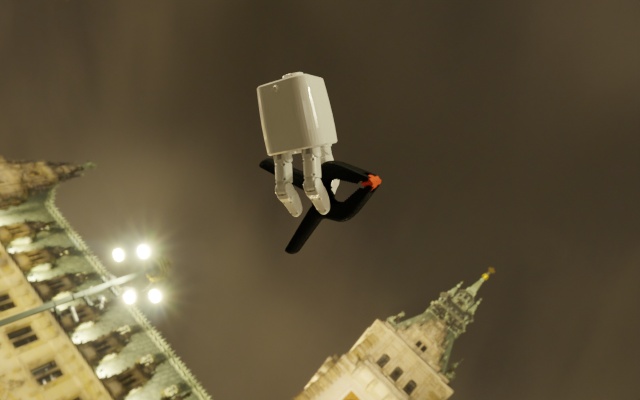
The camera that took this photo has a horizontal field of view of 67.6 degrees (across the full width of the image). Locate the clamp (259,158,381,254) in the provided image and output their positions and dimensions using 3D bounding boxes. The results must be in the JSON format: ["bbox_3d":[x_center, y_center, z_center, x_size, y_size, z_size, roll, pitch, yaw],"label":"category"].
[{"bbox_3d":[0.001,0.002,0.748,0.210,0.164,0.036,-6,10,35],"label":"clamp"}]
